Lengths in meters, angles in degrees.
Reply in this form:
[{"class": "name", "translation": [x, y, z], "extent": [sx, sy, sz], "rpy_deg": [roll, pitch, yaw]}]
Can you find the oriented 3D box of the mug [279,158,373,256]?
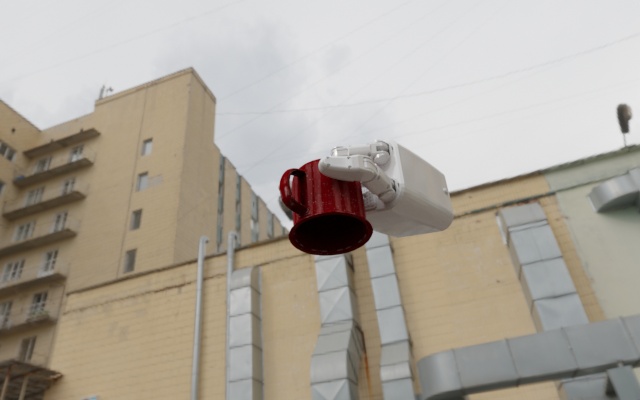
[{"class": "mug", "translation": [-0.001, 0.001, 0.539], "extent": [0.117, 0.081, 0.093], "rpy_deg": [25, -44, -36]}]
